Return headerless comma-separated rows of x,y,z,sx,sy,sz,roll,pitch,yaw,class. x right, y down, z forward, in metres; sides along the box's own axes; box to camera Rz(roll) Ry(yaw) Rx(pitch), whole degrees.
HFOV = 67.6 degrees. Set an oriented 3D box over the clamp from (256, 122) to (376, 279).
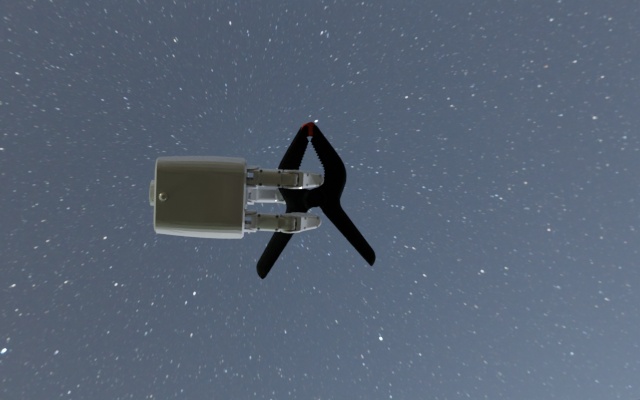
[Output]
0.000,0.001,0.644,0.164,0.210,0.036,2,5,-14,clamp
